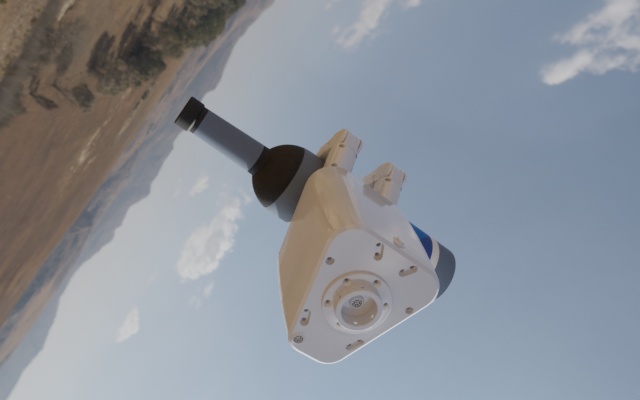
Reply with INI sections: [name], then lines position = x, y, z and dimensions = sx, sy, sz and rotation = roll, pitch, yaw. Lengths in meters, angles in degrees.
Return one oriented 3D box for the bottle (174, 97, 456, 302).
[bottle]
position = 0.000, 0.002, 0.448
dimensions = 0.296, 0.069, 0.069
rotation = 34, -13, -19
